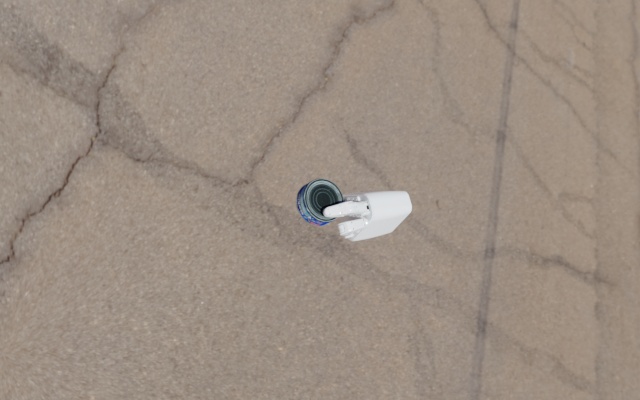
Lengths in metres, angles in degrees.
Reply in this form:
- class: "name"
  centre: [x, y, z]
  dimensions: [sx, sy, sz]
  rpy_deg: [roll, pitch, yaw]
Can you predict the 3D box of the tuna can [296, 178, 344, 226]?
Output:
- class: "tuna can"
  centre: [0.000, 0.003, 0.888]
  dimensions: [0.086, 0.086, 0.034]
  rpy_deg: [0, -14, -28]
